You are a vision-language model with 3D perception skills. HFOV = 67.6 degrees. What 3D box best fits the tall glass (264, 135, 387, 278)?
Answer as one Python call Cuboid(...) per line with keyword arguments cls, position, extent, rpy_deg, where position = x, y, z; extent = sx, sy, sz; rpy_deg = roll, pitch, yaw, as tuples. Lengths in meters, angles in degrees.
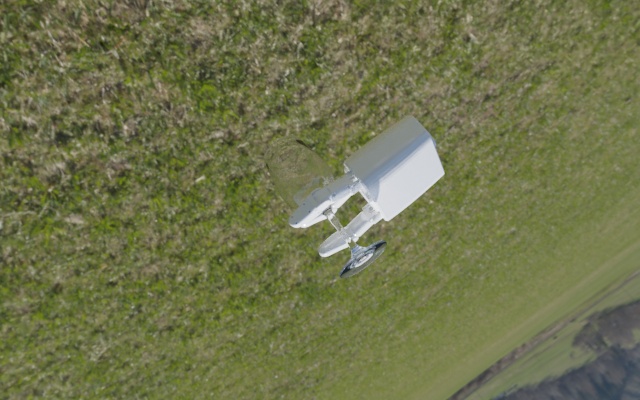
Cuboid(cls="tall glass", position=(0.000, 0.003, 0.644), extent=(0.079, 0.201, 0.079), rpy_deg=(-31, -23, -15))
